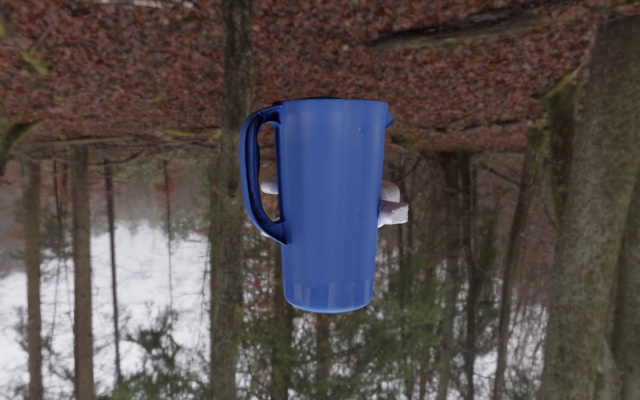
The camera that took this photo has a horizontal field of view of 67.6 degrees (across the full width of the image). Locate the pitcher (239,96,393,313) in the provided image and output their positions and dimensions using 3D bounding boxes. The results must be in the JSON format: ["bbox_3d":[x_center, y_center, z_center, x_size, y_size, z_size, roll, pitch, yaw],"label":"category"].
[{"bbox_3d":[0.000,0.002,0.560,0.149,0.243,0.145,3,7,18],"label":"pitcher"}]
